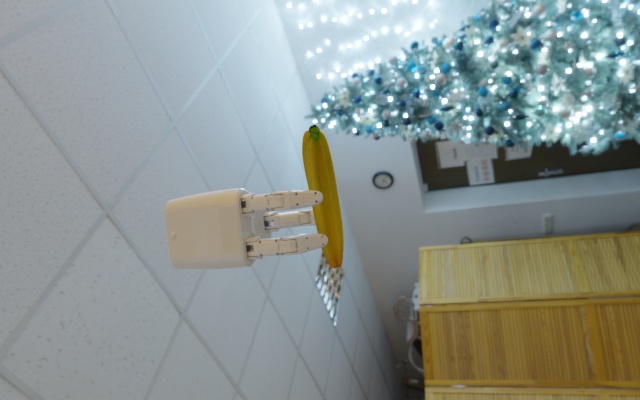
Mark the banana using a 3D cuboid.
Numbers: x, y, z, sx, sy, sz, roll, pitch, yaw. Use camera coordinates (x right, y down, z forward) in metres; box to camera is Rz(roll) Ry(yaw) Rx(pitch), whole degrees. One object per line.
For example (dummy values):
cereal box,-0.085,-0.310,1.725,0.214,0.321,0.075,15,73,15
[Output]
banana,0.002,-0.009,0.611,0.037,0.198,0.069,-6,26,11
